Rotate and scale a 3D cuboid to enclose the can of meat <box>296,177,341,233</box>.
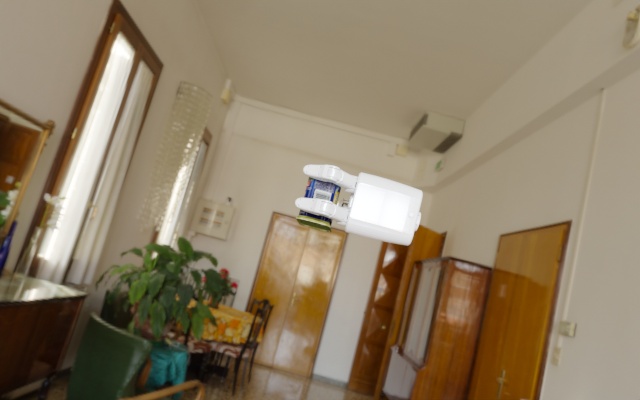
[{"bbox_3d":[0.000,0.002,0.796,0.057,0.084,0.102,14,-9,5],"label":"can of meat"}]
